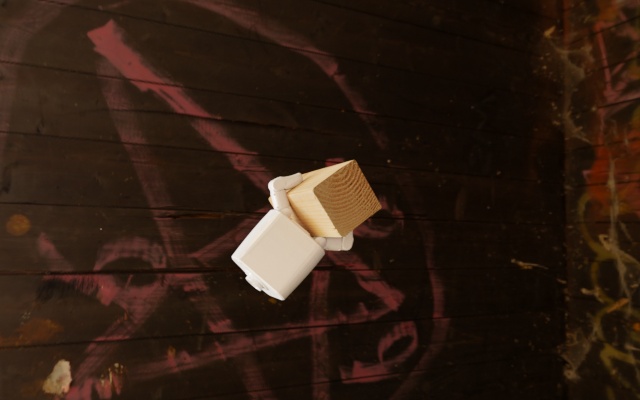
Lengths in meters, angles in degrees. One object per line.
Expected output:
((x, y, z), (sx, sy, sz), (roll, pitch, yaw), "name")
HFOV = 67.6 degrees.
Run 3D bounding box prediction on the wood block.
((0.000, 0.003, 0.817), (0.090, 0.091, 0.206), (-36, 12, -22), "wood block")
